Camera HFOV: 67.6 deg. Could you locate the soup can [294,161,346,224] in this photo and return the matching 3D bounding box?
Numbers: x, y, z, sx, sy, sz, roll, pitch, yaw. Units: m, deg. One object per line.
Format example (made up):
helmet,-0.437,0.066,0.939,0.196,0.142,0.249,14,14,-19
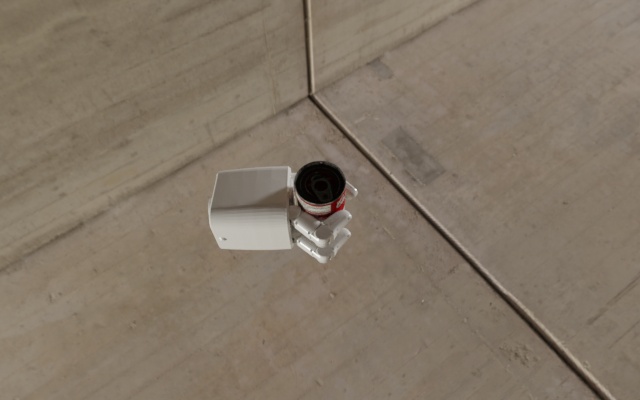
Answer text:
soup can,0.001,0.002,0.661,0.068,0.068,0.102,0,-31,1
